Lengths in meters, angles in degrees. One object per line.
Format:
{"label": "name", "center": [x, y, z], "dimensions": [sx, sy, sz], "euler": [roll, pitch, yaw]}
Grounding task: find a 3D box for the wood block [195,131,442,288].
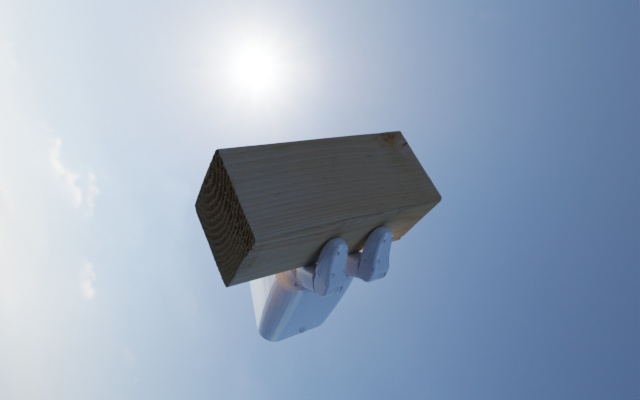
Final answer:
{"label": "wood block", "center": [0.000, 0.001, 0.458], "dimensions": [0.206, 0.090, 0.090], "euler": [-11, -28, -34]}
